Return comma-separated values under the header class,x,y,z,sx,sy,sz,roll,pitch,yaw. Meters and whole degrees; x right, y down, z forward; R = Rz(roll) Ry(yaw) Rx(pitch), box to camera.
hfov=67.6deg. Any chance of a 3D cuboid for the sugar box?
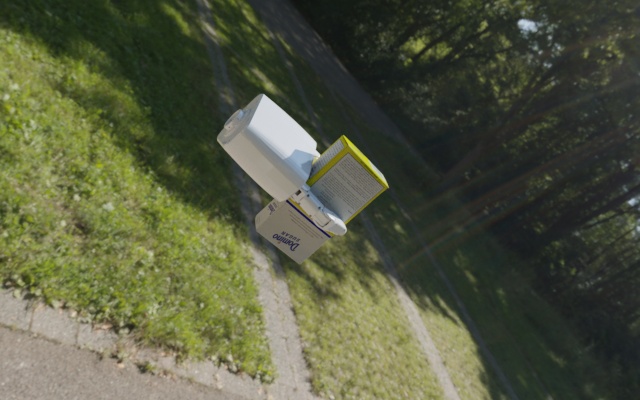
class,x,y,z,sx,sy,sz,roll,pitch,yaw
sugar box,0.000,0.002,0.676,0.093,0.176,0.048,42,17,-26
